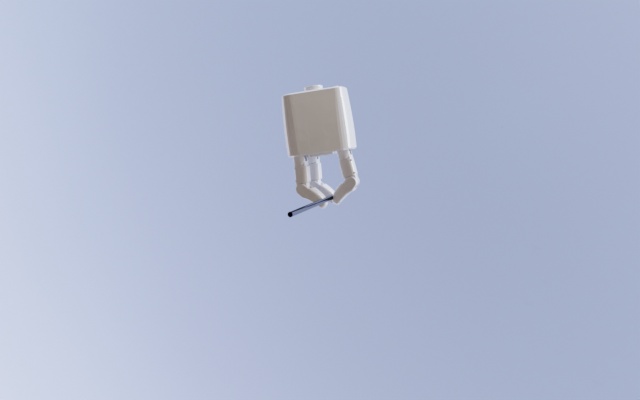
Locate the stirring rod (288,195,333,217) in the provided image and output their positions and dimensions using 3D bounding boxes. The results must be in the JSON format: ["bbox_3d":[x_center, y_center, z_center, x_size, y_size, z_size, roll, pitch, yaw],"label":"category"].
[{"bbox_3d":[0.000,0.002,0.775,0.011,0.011,0.239,0,8,21],"label":"stirring rod"}]
